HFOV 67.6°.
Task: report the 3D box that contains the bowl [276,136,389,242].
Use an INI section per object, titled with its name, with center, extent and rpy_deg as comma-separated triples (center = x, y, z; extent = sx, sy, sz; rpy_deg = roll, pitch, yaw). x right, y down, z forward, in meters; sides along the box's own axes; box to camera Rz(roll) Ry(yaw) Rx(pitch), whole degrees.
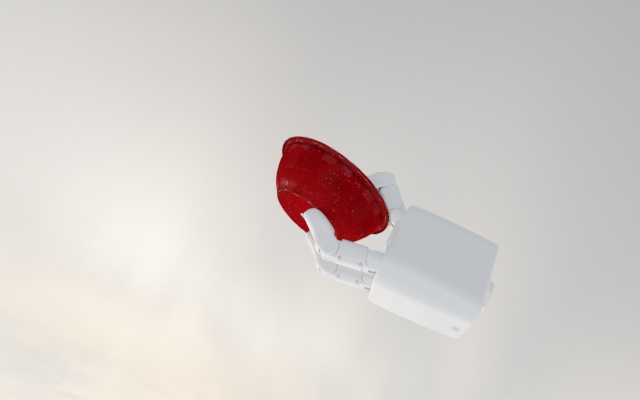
[bowl]
center = -0.001, 0.002, 0.569
extent = 0.055, 0.162, 0.162
rpy_deg = -48, 22, -22
